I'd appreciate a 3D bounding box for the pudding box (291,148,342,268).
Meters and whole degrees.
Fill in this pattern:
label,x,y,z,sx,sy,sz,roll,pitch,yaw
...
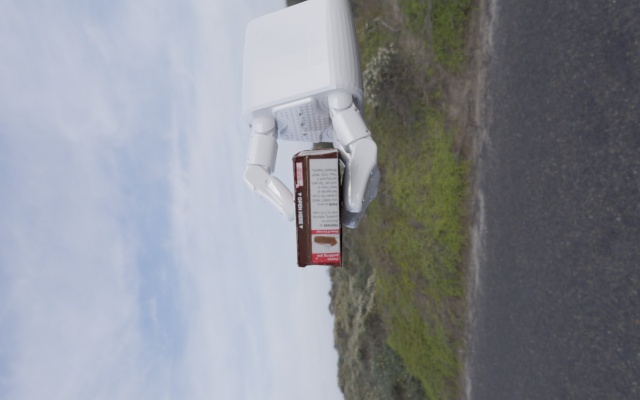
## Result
label,x,y,z,sx,sy,sz,roll,pitch,yaw
pudding box,0.000,0.001,0.411,0.039,0.090,0.113,-2,7,4
